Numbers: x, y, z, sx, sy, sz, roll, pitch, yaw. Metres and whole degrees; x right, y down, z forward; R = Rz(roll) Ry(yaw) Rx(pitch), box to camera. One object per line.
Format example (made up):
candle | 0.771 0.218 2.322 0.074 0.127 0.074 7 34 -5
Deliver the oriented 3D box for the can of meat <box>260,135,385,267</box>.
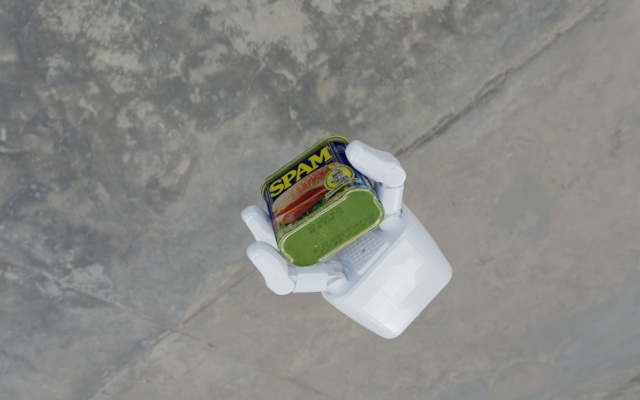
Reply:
can of meat | 0.000 0.002 0.436 0.102 0.084 0.057 -34 -51 10
